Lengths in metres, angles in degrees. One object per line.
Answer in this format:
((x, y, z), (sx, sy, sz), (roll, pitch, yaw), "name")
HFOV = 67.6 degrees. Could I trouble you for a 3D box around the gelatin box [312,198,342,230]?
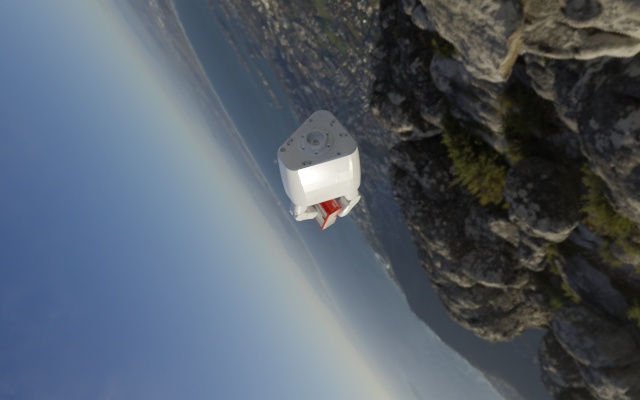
((0.000, 0.003, 0.830), (0.030, 0.073, 0.089), (-30, -13, -16), "gelatin box")
